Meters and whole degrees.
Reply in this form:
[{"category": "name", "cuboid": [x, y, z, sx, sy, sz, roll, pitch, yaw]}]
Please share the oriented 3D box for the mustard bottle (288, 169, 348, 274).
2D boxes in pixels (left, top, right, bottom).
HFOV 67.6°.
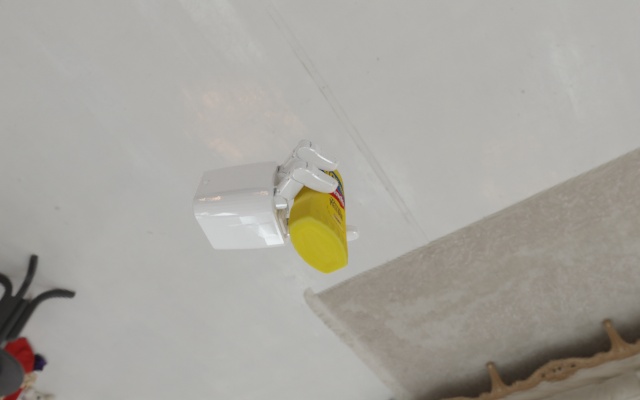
[{"category": "mustard bottle", "cuboid": [0.000, 0.002, 0.647, 0.058, 0.096, 0.191, -26, 31, 19]}]
